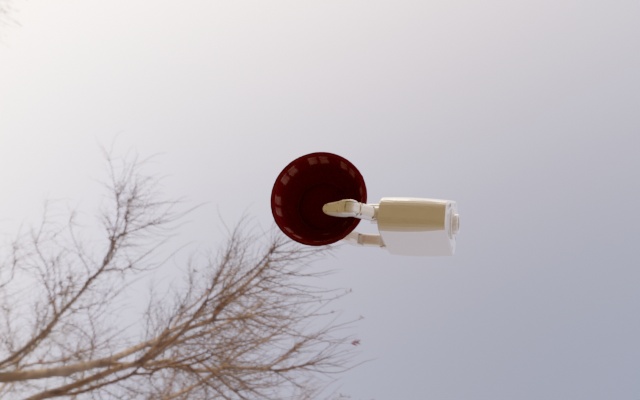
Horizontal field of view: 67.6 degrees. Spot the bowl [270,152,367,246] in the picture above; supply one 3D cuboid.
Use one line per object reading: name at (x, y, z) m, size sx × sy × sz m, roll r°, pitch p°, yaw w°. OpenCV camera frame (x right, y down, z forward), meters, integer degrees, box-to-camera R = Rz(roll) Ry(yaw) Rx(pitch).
bowl at (-0.001, 0.002, 0.803) m, size 0.162 × 0.162 × 0.055 m, roll 0°, pitch -17°, yaw 10°
